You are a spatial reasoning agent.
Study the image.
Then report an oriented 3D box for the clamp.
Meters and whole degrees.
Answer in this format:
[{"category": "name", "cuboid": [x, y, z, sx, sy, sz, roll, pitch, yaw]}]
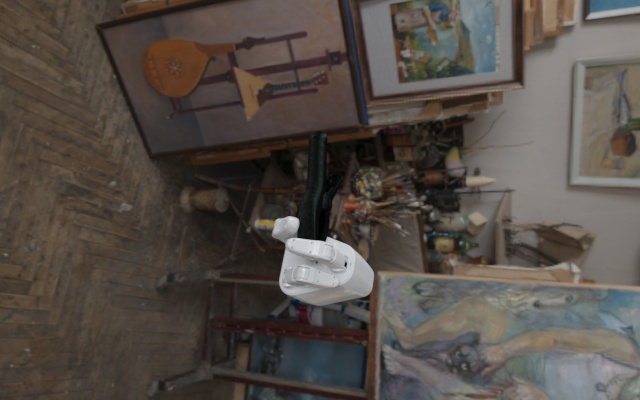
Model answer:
[{"category": "clamp", "cuboid": [0.001, 0.002, 0.673, 0.039, 0.171, 0.120, 2, -21, 24]}]
